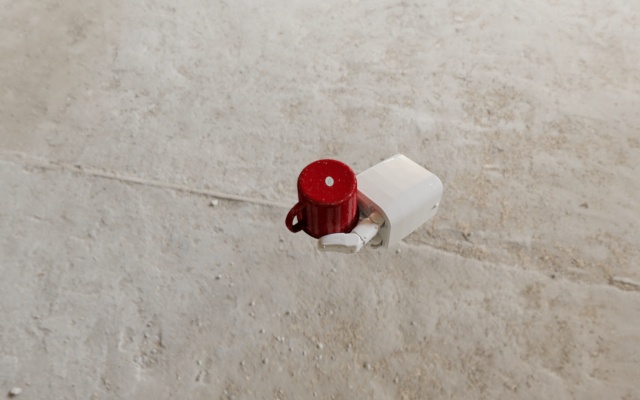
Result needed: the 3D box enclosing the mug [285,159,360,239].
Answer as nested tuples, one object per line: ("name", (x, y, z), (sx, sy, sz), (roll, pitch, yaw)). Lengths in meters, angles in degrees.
("mug", (-0.001, 0.003, 0.661), (0.117, 0.093, 0.082), (-31, -30, -18))
